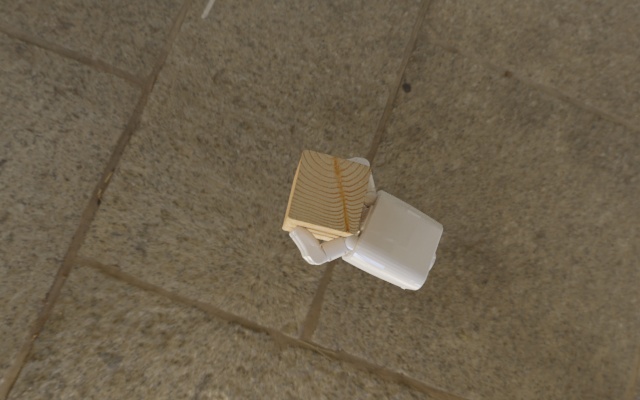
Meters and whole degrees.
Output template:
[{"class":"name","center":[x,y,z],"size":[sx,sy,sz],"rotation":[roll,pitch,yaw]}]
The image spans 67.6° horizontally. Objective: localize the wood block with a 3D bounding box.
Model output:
[{"class":"wood block","center":[0.001,0.002,0.686],"size":[0.090,0.091,0.206],"rotation":[14,-9,-5]}]
